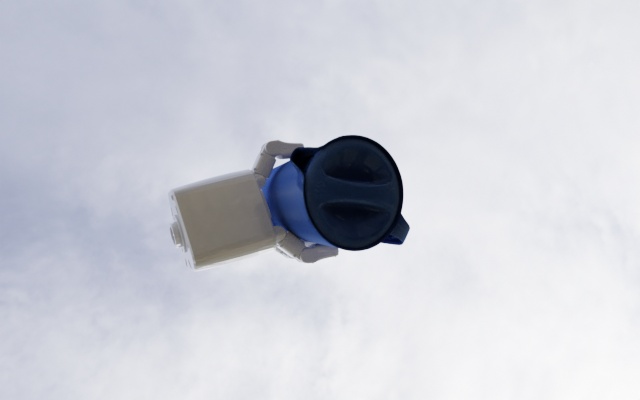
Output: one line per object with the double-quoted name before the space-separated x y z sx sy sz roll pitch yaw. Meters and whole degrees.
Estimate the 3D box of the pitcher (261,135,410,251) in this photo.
"pitcher" 0.000 0.002 0.650 0.145 0.149 0.243 -16 4 -25
